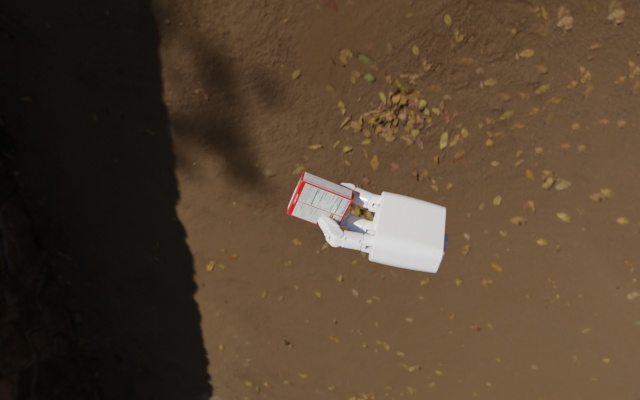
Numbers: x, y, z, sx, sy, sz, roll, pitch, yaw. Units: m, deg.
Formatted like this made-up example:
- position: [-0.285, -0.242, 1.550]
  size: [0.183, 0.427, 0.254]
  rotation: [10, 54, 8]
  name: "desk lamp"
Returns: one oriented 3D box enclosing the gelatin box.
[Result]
- position: [0.000, 0.003, 0.762]
  size: [0.089, 0.073, 0.030]
  rotation: [20, 38, -8]
  name: "gelatin box"
